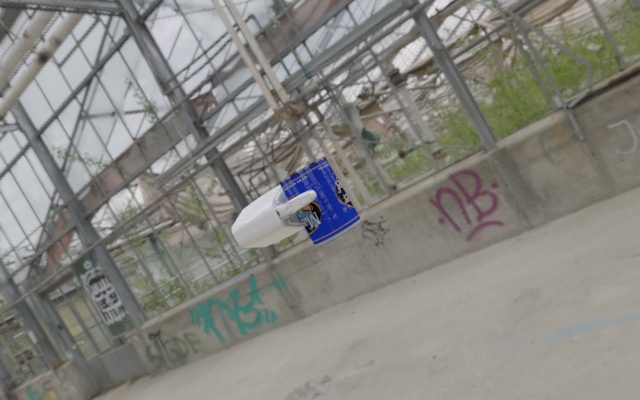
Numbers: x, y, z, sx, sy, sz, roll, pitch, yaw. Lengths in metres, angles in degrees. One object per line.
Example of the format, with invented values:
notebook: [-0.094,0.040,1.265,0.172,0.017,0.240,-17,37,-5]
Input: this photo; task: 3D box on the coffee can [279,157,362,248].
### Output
coffee can: [0.000,0.003,0.897,0.103,0.140,0.103,-30,1,1]
